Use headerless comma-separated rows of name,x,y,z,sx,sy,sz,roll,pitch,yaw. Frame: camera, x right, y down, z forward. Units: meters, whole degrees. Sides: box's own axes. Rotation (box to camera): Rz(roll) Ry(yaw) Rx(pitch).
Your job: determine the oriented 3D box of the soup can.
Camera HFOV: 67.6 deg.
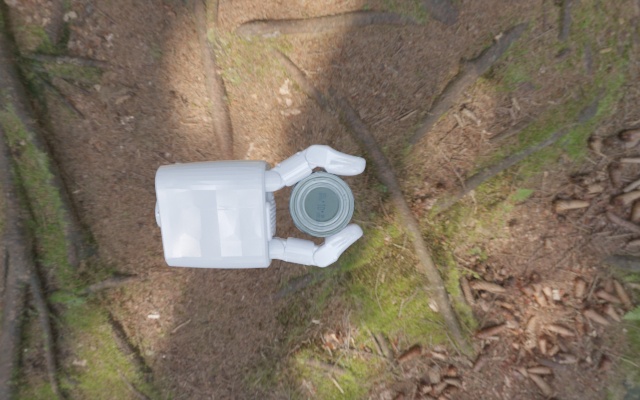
soup can,0.001,0.002,0.522,0.068,0.068,0.102,0,2,-1
